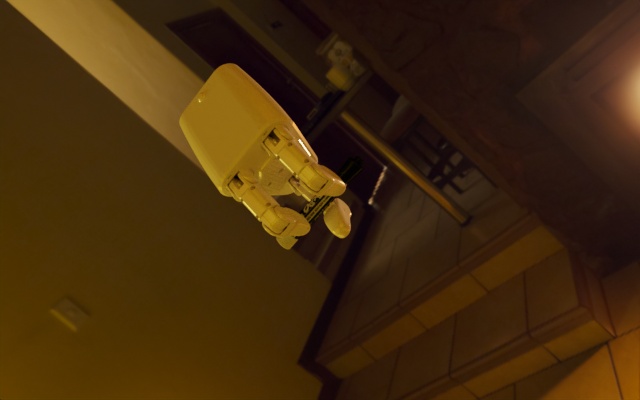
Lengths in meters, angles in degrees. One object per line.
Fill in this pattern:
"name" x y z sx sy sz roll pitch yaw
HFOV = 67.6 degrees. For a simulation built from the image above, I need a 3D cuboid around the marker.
"marker" 0.000 0.002 0.488 0.020 0.121 0.020 40 13 -11
